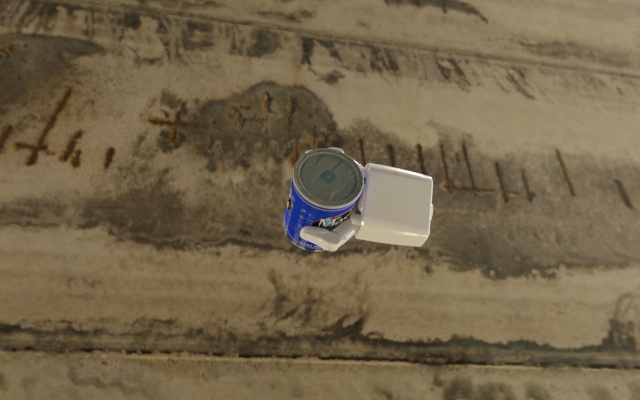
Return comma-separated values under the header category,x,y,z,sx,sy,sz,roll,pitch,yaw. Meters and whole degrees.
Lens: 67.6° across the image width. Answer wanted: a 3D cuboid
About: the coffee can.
category,x,y,z,sx,sy,sz,roll,pitch,yaw
coffee can,0.000,0.002,0.739,0.103,0.102,0.140,0,-32,-12
